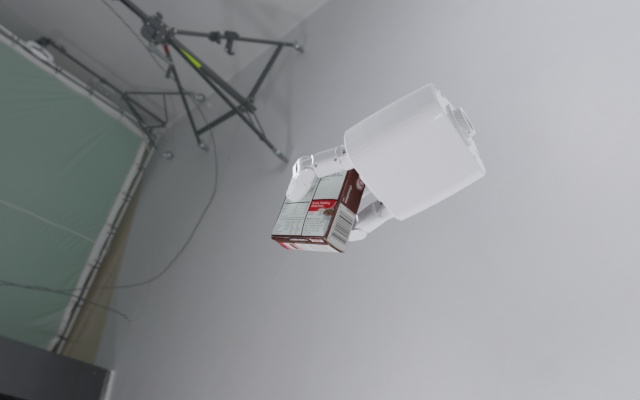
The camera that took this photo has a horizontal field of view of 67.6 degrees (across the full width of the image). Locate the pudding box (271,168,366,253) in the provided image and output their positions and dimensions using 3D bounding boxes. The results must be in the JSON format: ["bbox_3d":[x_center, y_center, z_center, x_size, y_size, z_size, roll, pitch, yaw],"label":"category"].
[{"bbox_3d":[0.000,0.002,0.555,0.090,0.113,0.039,-2,-32,43],"label":"pudding box"}]
